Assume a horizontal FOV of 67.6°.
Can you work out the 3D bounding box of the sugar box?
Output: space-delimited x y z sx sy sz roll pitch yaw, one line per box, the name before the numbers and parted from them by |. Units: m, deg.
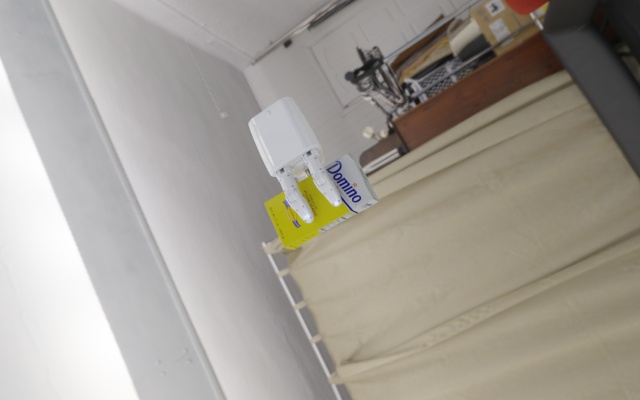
sugar box | 0.000 0.003 0.813 0.176 0.093 0.048 -32 -17 16
